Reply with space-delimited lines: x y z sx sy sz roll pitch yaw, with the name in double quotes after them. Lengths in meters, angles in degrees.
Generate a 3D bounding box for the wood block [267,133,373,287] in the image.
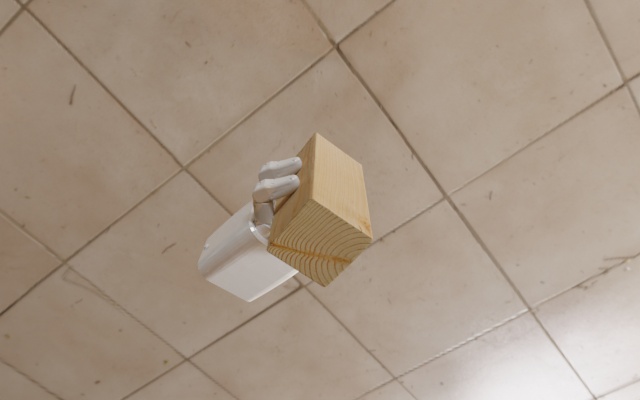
0.000 0.003 0.629 0.091 0.090 0.206 35 24 -17 "wood block"
